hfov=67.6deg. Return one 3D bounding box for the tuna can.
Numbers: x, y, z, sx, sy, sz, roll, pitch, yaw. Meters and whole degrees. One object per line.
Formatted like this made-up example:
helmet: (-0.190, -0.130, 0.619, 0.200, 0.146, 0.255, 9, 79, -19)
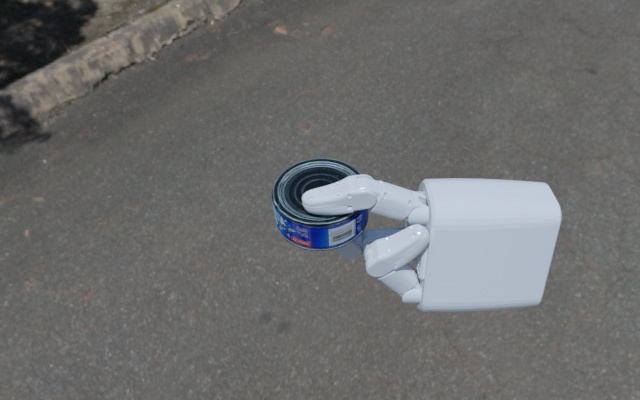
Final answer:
tuna can: (0.000, 0.001, 0.424, 0.086, 0.086, 0.034, 0, -44, 3)
